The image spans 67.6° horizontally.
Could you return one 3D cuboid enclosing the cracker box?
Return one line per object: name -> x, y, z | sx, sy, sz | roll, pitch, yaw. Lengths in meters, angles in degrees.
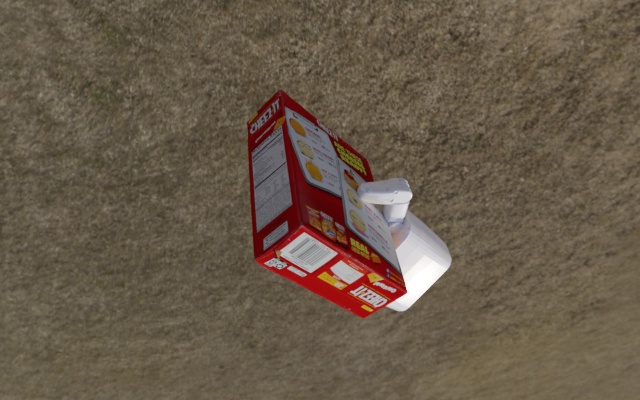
cracker box -> 0.000, 0.002, 0.527 | 0.072, 0.213, 0.164 | -37, -50, 24
